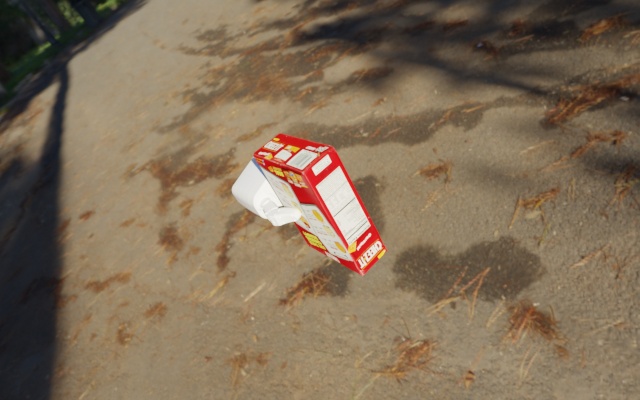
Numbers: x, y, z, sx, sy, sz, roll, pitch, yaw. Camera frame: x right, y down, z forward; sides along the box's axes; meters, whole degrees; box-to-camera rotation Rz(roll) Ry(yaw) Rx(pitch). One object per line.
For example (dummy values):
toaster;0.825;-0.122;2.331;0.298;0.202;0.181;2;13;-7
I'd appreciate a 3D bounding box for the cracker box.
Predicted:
cracker box;0.000;0.003;0.772;0.072;0.214;0.164;-41;32;-18
